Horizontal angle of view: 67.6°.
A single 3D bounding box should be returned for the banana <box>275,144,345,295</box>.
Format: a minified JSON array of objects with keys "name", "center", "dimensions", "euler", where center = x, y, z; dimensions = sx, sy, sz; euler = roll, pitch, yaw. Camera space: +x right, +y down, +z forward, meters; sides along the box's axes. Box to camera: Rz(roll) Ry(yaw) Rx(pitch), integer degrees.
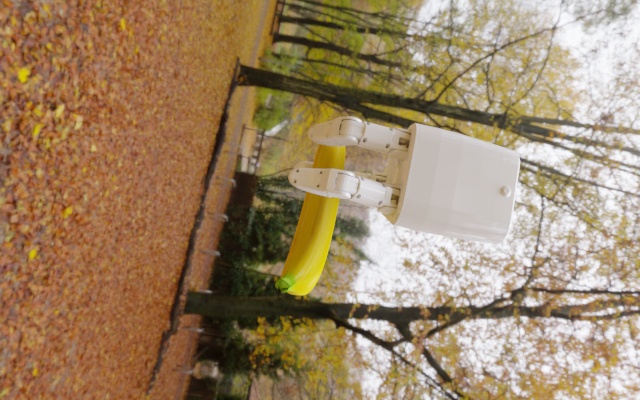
[{"name":"banana","center":[-0.003,0.015,0.467],"dimensions":[0.037,0.197,0.070],"euler":[14,-35,2]}]
